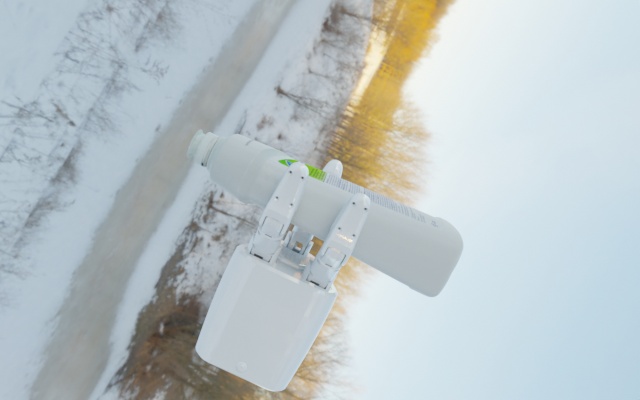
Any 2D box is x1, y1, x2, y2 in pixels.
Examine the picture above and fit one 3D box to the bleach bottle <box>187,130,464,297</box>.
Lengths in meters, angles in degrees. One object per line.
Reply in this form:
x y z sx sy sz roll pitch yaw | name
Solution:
0.000 0.001 0.441 0.251 0.068 0.102 26 8 -1 | bleach bottle
